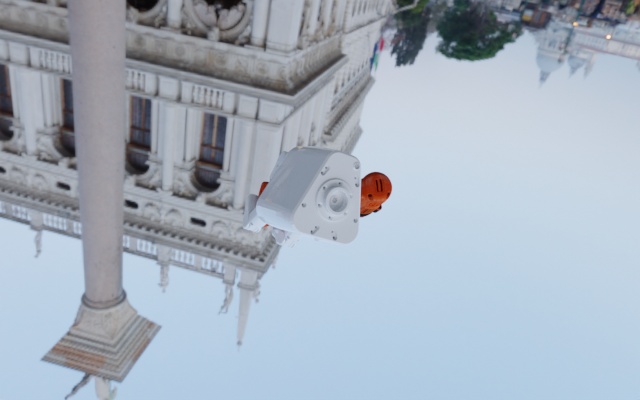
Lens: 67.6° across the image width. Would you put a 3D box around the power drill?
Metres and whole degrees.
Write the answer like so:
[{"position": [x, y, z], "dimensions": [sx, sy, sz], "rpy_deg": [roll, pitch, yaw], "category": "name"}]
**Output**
[{"position": [0.000, 0.002, 0.732], "dimensions": [0.187, 0.057, 0.184], "rpy_deg": [-6, -12, -11], "category": "power drill"}]
